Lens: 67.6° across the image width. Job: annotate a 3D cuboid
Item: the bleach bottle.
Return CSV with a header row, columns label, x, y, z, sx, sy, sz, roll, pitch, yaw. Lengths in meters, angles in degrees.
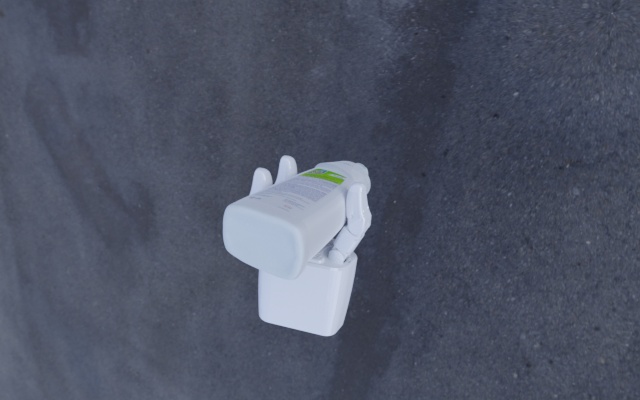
label,x,y,z,sx,sy,sz,roll,pitch,yaw
bleach bottle,0.000,0.002,0.571,0.102,0.068,0.250,18,27,24
